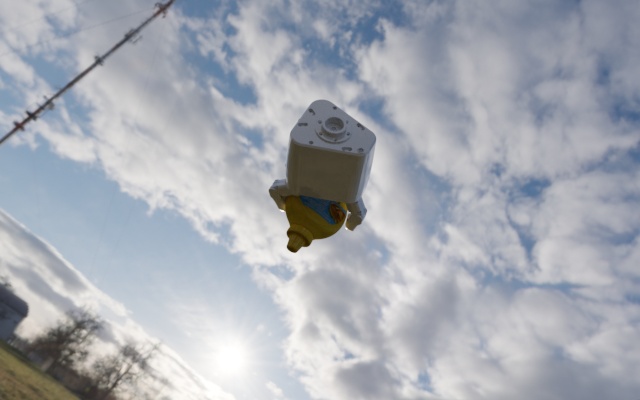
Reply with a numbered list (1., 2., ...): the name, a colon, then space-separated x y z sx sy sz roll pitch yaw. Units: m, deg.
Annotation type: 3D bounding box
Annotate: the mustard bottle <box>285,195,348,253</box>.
1. mustard bottle: 0.000 0.002 0.745 0.096 0.191 0.058 38 -33 -10
